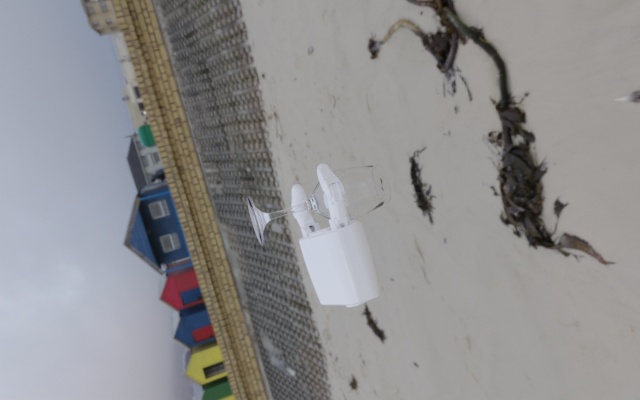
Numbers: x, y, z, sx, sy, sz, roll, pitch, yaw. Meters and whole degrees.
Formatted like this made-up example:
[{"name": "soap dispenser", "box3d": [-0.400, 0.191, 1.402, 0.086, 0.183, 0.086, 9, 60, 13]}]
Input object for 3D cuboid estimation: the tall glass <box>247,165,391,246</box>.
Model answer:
[{"name": "tall glass", "box3d": [-0.001, 0.002, 0.697, 0.201, 0.079, 0.079, -17, 4, -14]}]
